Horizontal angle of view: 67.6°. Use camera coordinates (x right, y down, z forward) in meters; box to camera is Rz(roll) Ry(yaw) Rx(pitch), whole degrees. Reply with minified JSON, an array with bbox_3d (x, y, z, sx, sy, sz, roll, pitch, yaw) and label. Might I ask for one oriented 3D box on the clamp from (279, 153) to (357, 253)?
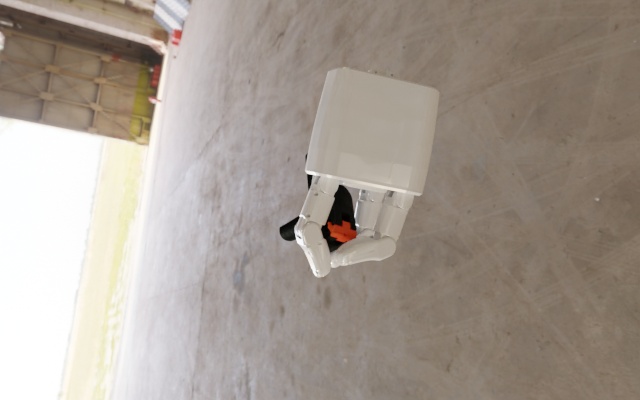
[{"bbox_3d":[0.000,0.002,0.545,0.039,0.120,0.171,10,3,-25],"label":"clamp"}]
